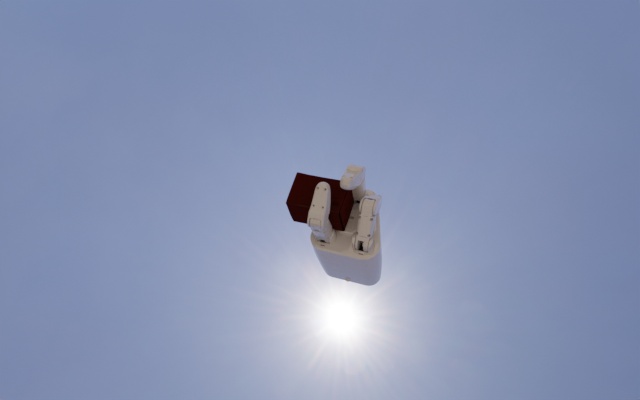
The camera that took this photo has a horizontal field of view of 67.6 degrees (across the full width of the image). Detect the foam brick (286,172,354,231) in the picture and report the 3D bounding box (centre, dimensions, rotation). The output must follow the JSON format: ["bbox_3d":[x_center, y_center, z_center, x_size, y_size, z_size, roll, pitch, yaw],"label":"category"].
[{"bbox_3d":[0.000,0.002,0.653,0.078,0.053,0.051,12,-29,17],"label":"foam brick"}]
